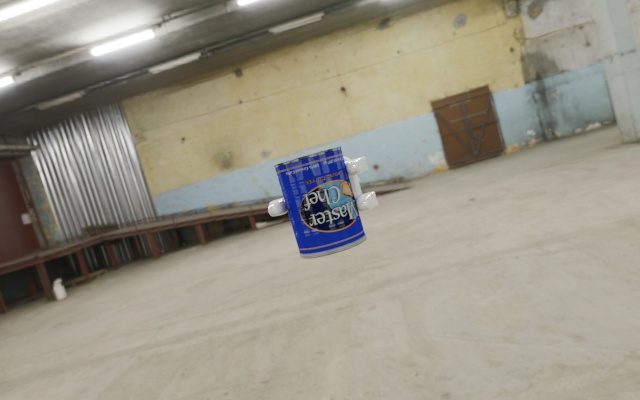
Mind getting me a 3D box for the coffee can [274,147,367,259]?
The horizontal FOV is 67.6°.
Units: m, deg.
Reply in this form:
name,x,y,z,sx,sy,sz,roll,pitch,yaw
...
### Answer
name,x,y,z,sx,sy,sz,roll,pitch,yaw
coffee can,0.000,0.002,0.699,0.103,0.140,0.103,-16,4,1
